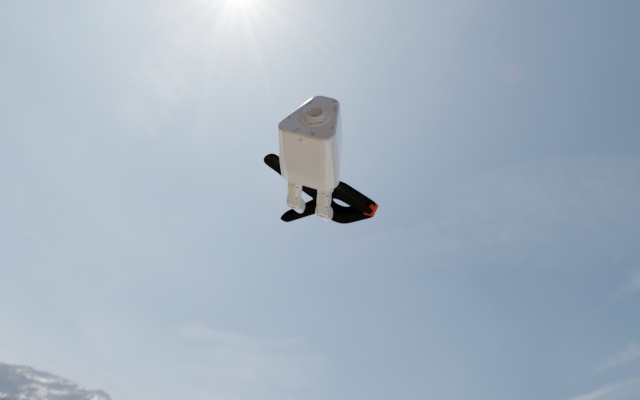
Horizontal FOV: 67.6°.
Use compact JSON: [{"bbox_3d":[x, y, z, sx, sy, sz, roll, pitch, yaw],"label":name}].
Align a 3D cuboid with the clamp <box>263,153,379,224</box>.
[{"bbox_3d":[0.001,0.002,0.864,0.210,0.036,0.165,17,-39,17],"label":"clamp"}]
